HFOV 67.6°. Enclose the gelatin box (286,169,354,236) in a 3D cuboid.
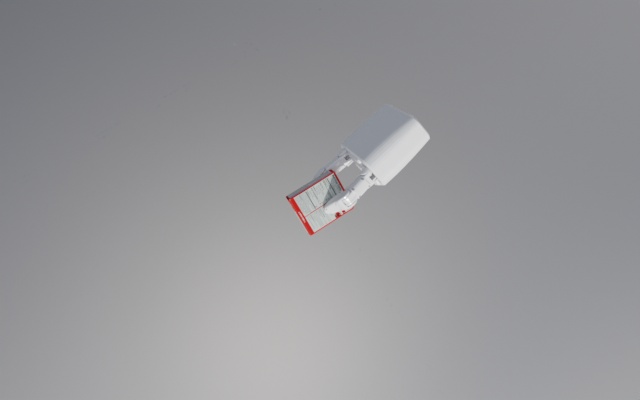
[{"bbox_3d":[0.000,0.003,0.781,0.089,0.073,0.030,-33,19,-7],"label":"gelatin box"}]
